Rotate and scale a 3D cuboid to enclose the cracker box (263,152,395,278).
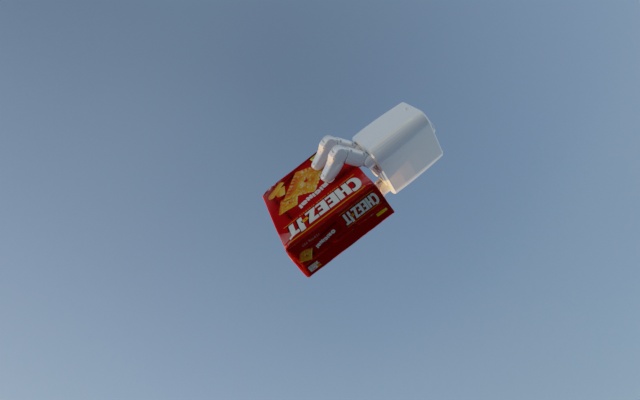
[{"bbox_3d":[0.000,0.003,0.782,0.164,0.072,0.213,-38,28,2],"label":"cracker box"}]
